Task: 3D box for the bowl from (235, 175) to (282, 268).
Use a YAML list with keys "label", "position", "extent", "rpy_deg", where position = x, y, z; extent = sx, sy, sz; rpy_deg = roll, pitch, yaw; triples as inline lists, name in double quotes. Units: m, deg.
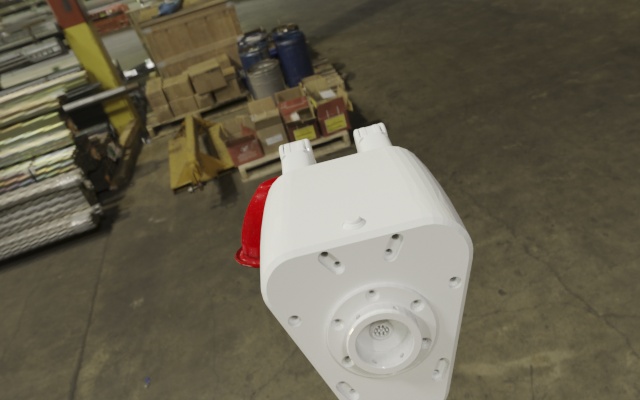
- label: "bowl"
  position: [0.000, 0.001, 0.403]
  extent: [0.162, 0.055, 0.162]
  rpy_deg: [-14, 9, 2]
